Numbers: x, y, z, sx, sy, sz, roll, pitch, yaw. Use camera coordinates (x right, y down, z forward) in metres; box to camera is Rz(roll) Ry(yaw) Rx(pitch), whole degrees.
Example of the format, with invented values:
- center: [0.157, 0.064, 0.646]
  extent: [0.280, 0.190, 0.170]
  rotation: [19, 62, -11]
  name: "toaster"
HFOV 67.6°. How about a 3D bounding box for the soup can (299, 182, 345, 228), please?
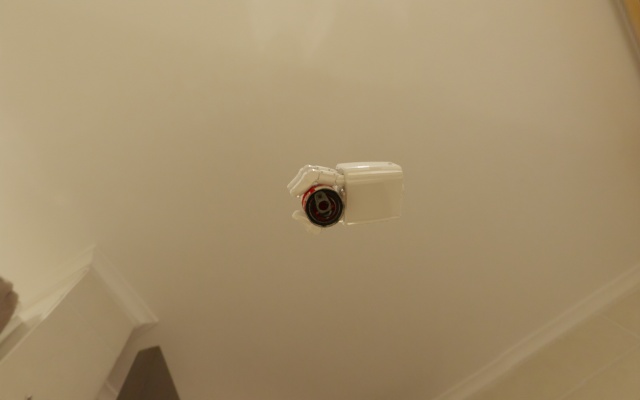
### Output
- center: [0.000, 0.003, 0.848]
  extent: [0.068, 0.068, 0.102]
  rotation: [0, 12, -9]
  name: "soup can"
